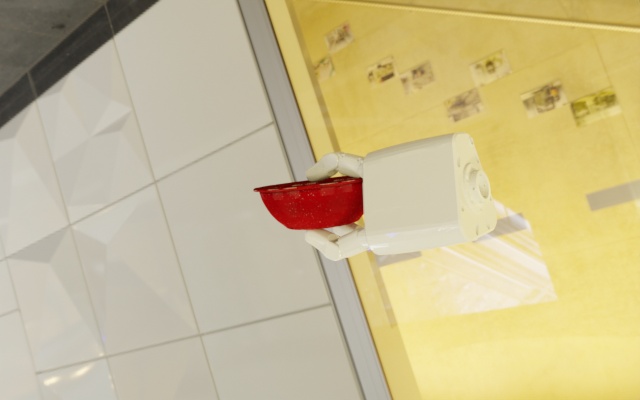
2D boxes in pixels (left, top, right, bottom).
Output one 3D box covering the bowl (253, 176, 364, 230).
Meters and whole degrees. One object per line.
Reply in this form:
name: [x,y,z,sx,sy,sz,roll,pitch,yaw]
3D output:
bowl: [-0.001,0.002,0.594,0.162,0.055,0.162,-6,5,1]
